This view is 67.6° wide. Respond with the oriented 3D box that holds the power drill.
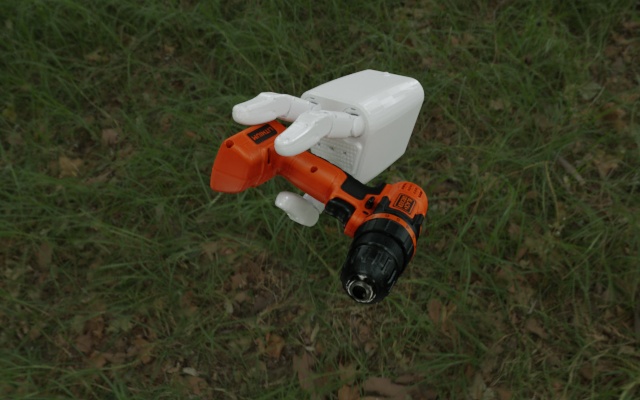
[{"bbox_3d":[0.000,0.001,0.428,0.187,0.057,0.184,29,27,9],"label":"power drill"}]
